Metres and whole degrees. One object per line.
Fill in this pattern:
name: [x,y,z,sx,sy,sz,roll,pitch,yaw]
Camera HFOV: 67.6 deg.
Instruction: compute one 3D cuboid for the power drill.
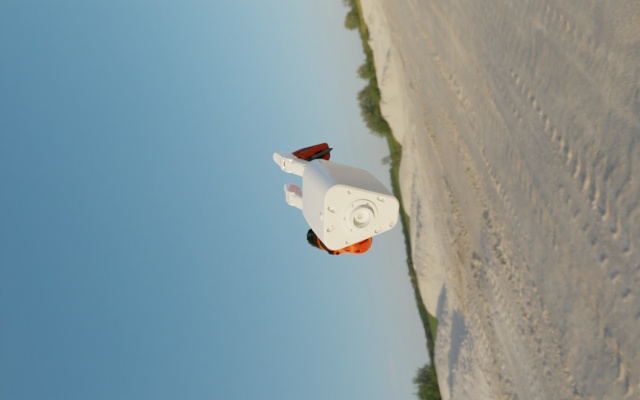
power drill: [0.000,0.002,0.804,0.057,0.188,0.184,-30,11,-26]
